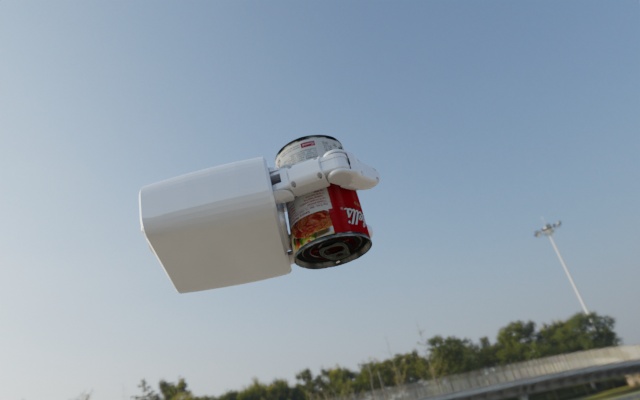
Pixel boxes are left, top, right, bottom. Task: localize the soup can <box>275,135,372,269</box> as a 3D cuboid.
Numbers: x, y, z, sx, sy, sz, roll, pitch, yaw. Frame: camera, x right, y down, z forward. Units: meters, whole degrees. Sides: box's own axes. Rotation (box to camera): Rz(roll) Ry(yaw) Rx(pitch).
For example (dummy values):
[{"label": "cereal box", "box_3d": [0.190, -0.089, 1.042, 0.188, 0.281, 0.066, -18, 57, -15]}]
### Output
[{"label": "soup can", "box_3d": [0.000, 0.001, 0.426, 0.068, 0.102, 0.068, -11, -27, -6]}]
